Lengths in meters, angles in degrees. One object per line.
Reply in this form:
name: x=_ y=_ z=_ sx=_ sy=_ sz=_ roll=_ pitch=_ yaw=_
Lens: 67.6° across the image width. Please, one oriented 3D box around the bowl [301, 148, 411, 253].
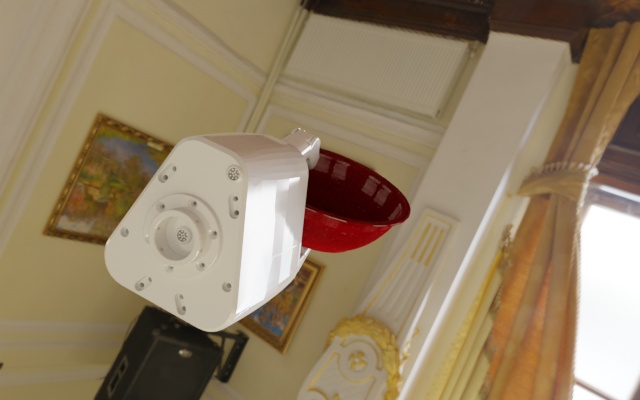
bowl: x=0.001 y=0.002 z=0.454 sx=0.162 sy=0.055 sz=0.162 roll=17 pitch=24 yaw=-8
